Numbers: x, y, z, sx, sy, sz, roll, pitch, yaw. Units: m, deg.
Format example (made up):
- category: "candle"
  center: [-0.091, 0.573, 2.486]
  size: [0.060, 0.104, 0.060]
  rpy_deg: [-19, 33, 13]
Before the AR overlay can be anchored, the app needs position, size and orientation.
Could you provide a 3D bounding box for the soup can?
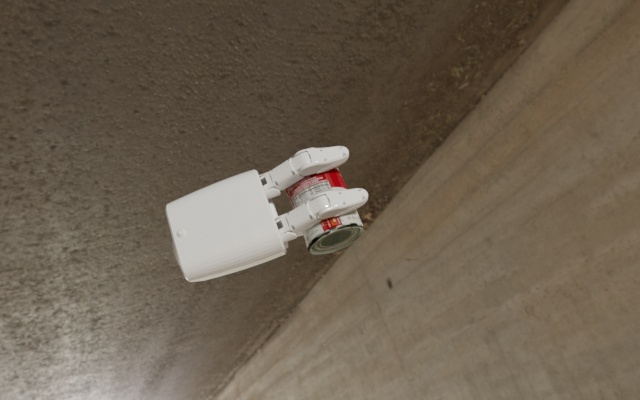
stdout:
- category: "soup can"
  center: [0.001, 0.002, 0.542]
  size: [0.068, 0.102, 0.068]
  rpy_deg: [-19, -24, -9]
